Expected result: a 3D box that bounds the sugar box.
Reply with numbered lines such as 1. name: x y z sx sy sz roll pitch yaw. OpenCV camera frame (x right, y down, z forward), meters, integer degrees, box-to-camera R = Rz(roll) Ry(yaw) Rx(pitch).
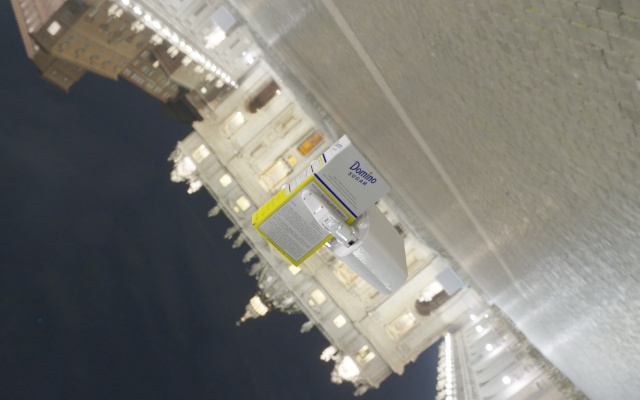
1. sugar box: 0.000 0.002 0.657 0.176 0.093 0.048 -40 23 9
